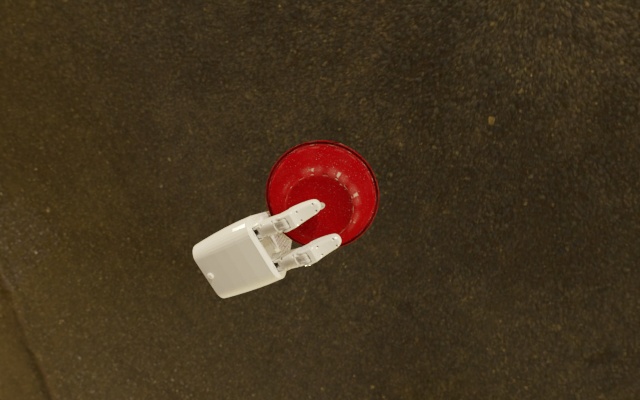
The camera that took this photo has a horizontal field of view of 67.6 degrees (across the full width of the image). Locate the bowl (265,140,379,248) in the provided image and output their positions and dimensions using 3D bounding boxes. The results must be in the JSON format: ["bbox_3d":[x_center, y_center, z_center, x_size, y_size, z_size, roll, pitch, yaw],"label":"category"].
[{"bbox_3d":[0.001,0.001,0.652,0.162,0.162,0.055,0,17,5],"label":"bowl"}]
